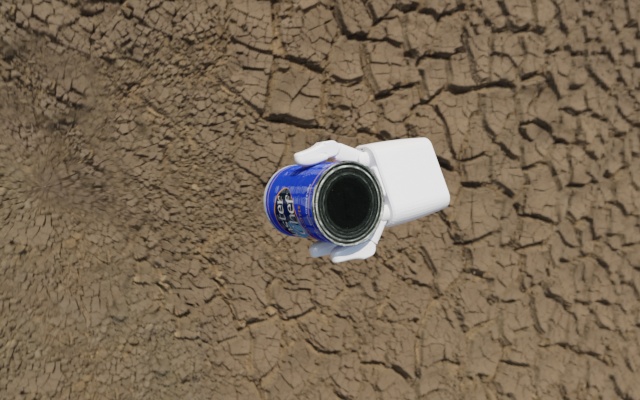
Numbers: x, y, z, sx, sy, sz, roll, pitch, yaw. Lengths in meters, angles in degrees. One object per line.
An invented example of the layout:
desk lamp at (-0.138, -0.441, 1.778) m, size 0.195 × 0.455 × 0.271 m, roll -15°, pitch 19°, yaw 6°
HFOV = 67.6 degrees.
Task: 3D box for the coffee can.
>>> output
coffee can at (0.000, 0.002, 0.623) m, size 0.103 × 0.103 × 0.140 m, roll 0°, pitch 1°, yaw -30°
